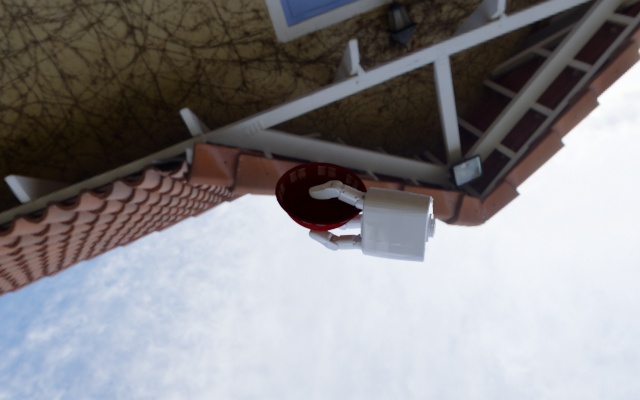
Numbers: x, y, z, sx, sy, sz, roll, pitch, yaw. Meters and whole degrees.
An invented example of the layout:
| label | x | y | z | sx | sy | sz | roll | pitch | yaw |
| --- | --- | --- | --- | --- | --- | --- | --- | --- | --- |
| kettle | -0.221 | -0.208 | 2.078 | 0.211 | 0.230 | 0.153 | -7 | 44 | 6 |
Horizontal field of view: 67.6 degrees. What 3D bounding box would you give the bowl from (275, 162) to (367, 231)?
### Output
| label | x | y | z | sx | sy | sz | roll | pitch | yaw |
| --- | --- | --- | --- | --- | --- | --- | --- | --- | --- |
| bowl | -0.001 | 0.003 | 0.849 | 0.162 | 0.055 | 0.162 | 3 | 44 | -3 |
